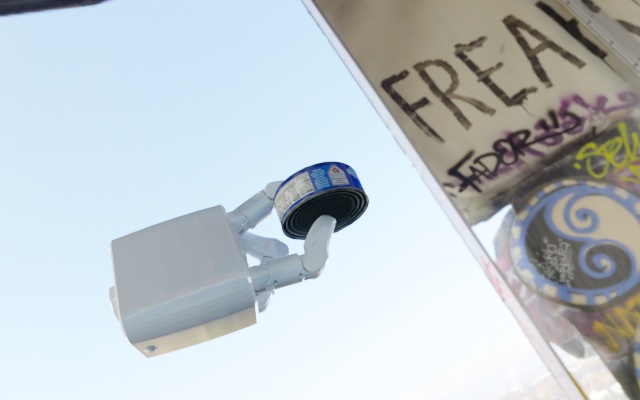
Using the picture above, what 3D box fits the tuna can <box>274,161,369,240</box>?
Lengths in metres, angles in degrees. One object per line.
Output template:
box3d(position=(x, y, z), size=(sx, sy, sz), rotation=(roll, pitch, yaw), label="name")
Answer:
box3d(position=(0.000, 0.001, 0.450), size=(0.086, 0.033, 0.086), rotation=(-17, -29, -9), label="tuna can")
